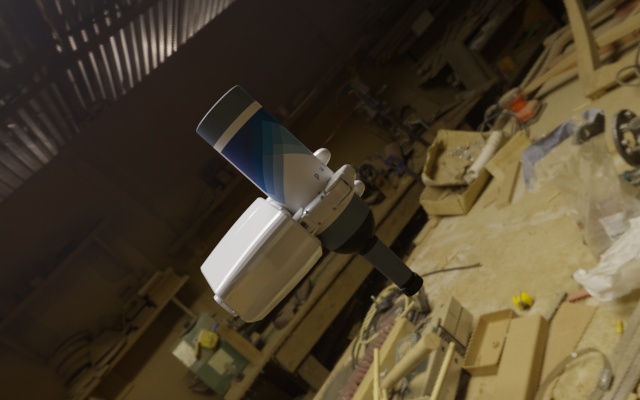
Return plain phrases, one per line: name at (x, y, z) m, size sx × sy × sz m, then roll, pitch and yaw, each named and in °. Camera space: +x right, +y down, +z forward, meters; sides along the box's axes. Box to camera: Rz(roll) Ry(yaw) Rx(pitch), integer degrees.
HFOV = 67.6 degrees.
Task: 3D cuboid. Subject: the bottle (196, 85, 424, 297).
bottle at (0.000, 0.001, 0.521) m, size 0.296 × 0.069 × 0.069 m, roll 42°, pitch -8°, yaw -9°
